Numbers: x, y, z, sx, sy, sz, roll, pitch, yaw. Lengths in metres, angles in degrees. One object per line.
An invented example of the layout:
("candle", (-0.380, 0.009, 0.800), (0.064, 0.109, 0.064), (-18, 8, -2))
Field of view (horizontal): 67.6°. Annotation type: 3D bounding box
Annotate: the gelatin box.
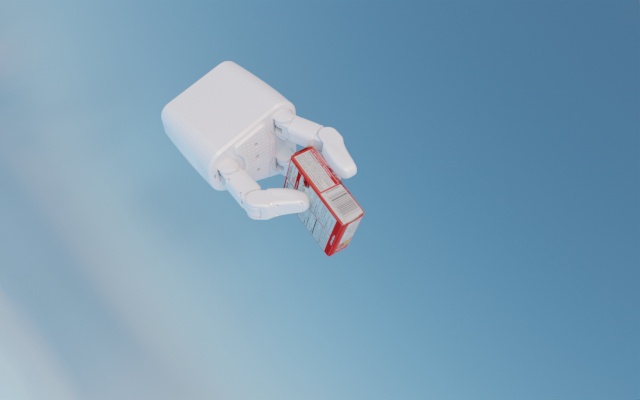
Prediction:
("gelatin box", (0.000, 0.002, 0.474), (0.030, 0.089, 0.073), (-28, -21, -24))
